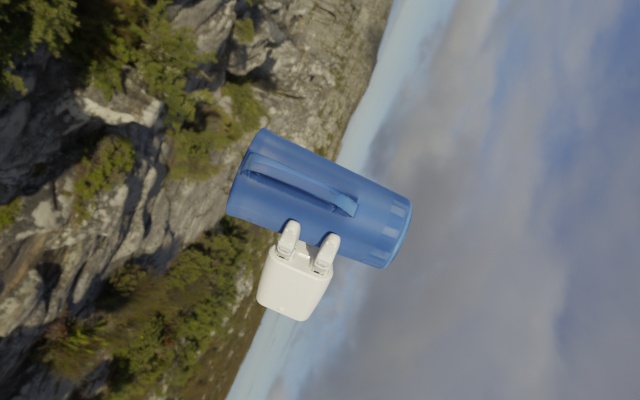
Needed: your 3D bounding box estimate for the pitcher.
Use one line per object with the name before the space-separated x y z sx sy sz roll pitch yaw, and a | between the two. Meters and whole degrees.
pitcher | 0.000 0.002 0.664 0.243 0.145 0.149 23 35 0
